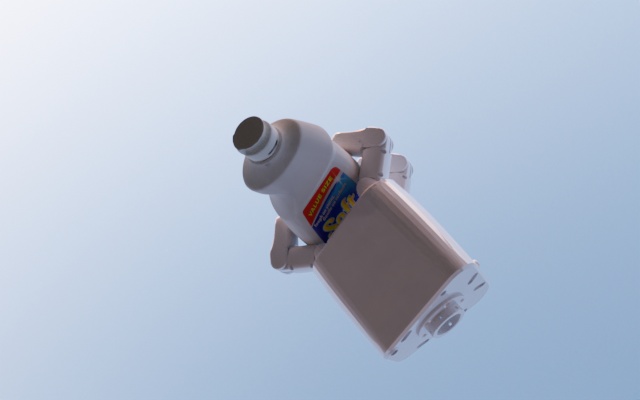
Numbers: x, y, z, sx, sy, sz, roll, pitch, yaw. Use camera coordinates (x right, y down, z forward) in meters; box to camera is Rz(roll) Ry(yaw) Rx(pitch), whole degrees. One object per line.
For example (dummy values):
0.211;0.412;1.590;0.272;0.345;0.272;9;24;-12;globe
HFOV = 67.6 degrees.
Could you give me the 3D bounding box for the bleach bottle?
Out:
0.000;0.001;0.453;0.068;0.102;0.251;49;7;36;bleach bottle
